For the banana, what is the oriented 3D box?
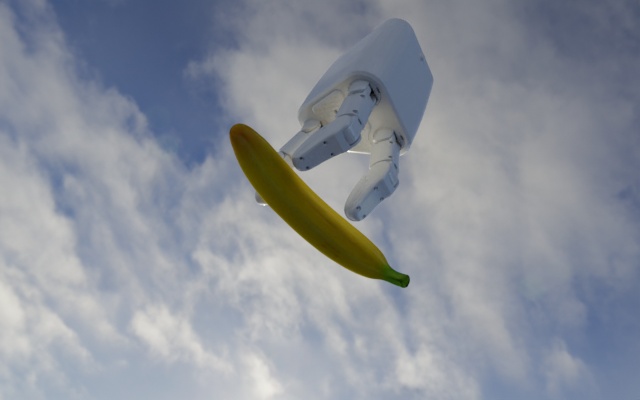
[{"bbox_3d":[-0.006,0.008,0.419,0.198,0.037,0.070,41,-30,-12],"label":"banana"}]
